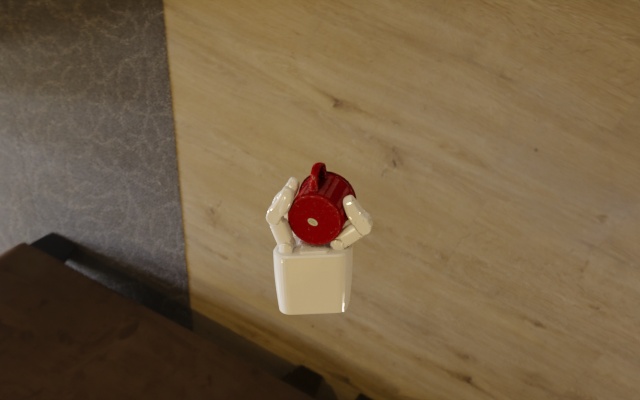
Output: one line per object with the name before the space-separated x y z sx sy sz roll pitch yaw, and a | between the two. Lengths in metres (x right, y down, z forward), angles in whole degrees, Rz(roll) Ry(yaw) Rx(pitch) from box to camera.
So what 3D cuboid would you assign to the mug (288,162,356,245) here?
mug | 0.000 0.001 0.701 0.093 0.117 0.081 4 24 14
